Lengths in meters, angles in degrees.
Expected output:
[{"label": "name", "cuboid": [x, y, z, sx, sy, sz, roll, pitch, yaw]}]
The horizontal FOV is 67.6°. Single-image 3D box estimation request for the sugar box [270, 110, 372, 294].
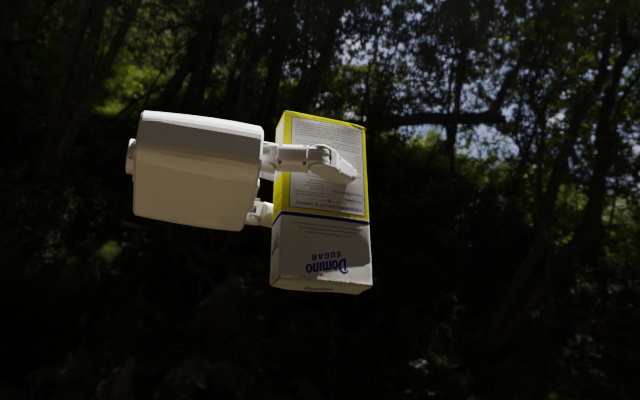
[{"label": "sugar box", "cuboid": [0.000, 0.002, 0.481, 0.093, 0.176, 0.048, 8, -22, -17]}]
